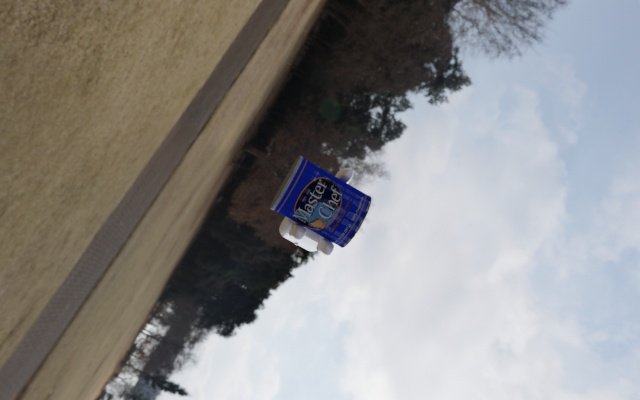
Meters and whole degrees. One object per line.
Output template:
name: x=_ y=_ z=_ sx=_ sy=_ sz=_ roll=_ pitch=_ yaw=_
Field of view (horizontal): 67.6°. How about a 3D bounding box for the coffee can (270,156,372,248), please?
coffee can: x=0.000 y=0.002 z=0.809 sx=0.140 sy=0.103 sz=0.103 roll=30 pitch=-4 yaw=-8
